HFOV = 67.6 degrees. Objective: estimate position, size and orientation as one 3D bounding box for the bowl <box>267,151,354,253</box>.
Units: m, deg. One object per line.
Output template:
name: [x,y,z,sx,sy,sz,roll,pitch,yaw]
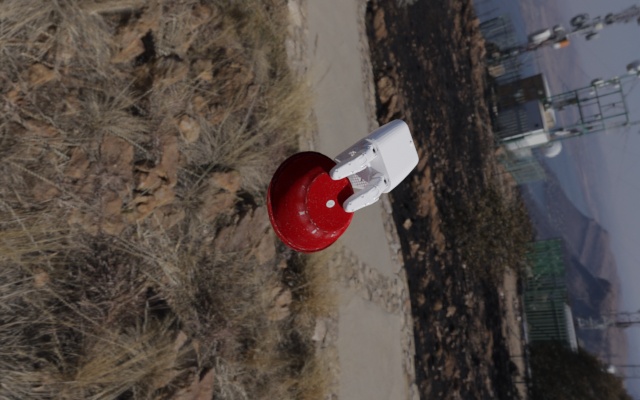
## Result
bowl: [0.000,0.003,0.735,0.162,0.162,0.055,0,0,-36]
